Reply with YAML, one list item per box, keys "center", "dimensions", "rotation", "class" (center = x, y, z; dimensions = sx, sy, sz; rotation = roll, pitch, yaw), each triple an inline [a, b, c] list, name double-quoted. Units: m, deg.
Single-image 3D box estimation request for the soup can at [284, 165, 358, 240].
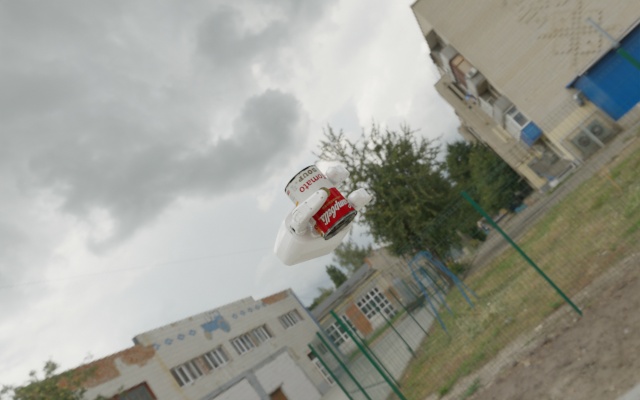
- center: [0.000, 0.002, 0.750]
  dimensions: [0.068, 0.102, 0.068]
  rotation: [-38, -14, -12]
  class: "soup can"
